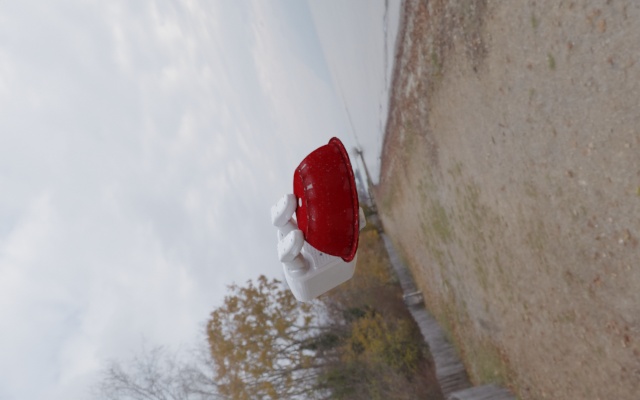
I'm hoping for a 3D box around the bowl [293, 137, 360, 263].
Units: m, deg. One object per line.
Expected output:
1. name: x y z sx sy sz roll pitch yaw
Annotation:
1. bowl: 0.000 0.001 0.606 0.055 0.162 0.162 -6 1 -12
